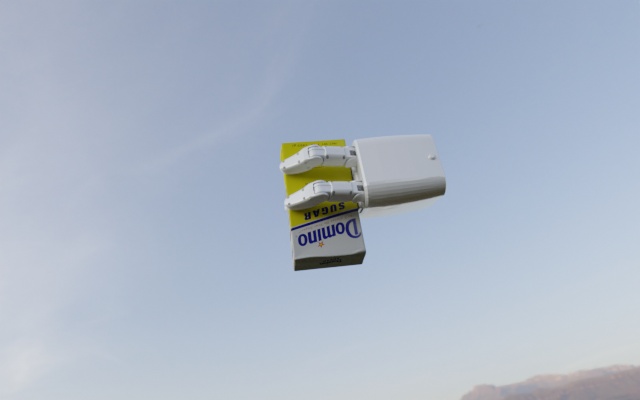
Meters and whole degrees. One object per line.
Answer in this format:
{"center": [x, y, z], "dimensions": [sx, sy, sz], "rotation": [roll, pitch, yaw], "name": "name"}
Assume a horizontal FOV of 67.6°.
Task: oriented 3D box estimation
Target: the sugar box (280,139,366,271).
{"center": [0.000, 0.002, 0.639], "dimensions": [0.093, 0.176, 0.048], "rotation": [-6, -31, -7], "name": "sugar box"}
